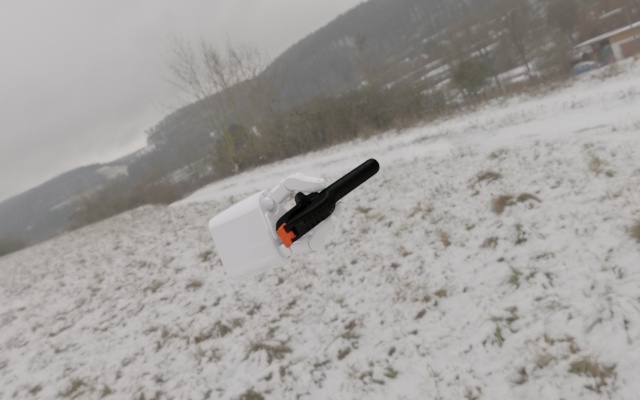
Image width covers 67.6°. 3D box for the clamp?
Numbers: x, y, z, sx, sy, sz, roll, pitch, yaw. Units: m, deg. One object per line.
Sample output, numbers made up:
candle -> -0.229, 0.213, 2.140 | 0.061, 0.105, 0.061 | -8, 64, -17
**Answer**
clamp -> -0.001, 0.002, 0.700 | 0.164, 0.036, 0.210 | -27, 11, 25
